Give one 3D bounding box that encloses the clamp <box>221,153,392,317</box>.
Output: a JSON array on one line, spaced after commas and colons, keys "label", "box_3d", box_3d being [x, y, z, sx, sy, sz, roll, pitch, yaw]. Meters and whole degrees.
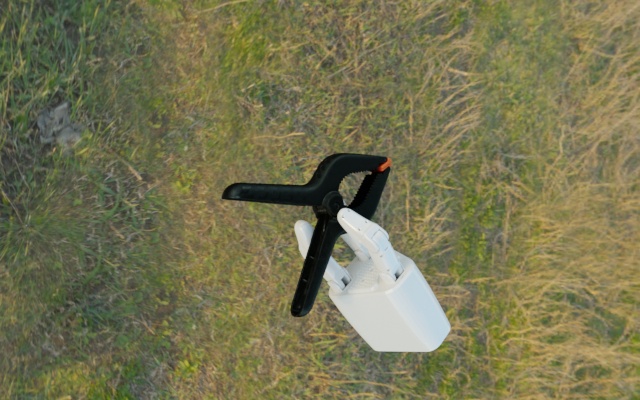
[{"label": "clamp", "box_3d": [0.001, 0.002, 0.534, 0.210, 0.165, 0.036, -45, 25, -25]}]
